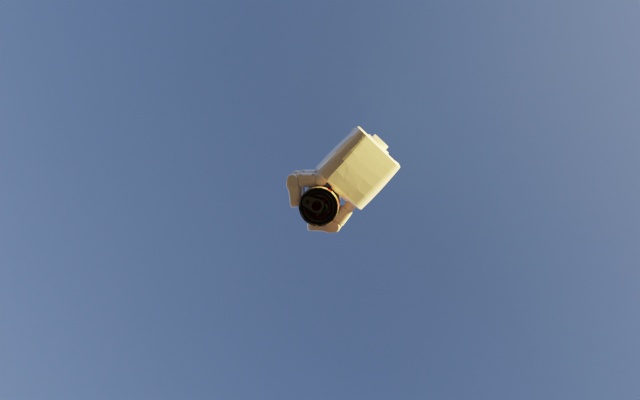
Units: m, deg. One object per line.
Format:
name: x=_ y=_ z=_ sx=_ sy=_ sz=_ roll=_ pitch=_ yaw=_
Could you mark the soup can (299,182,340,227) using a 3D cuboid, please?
soup can: x=0.000 y=0.003 z=0.857 sx=0.068 sy=0.068 sz=0.102 roll=0 pitch=9 yaw=4
